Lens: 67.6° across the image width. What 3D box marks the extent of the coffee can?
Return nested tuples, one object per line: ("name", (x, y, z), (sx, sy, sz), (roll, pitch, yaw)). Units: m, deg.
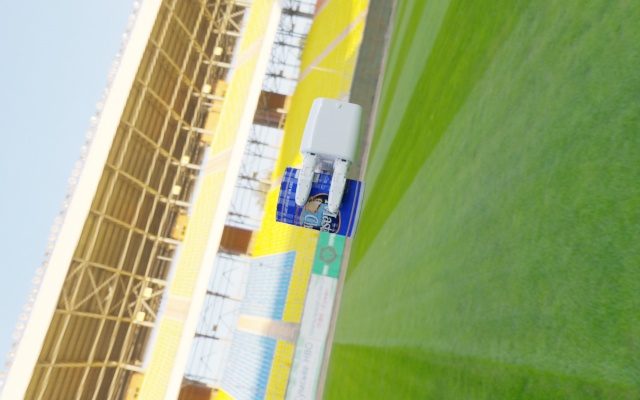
("coffee can", (0.000, 0.003, 0.840), (0.140, 0.103, 0.103), (12, 0, 2))
